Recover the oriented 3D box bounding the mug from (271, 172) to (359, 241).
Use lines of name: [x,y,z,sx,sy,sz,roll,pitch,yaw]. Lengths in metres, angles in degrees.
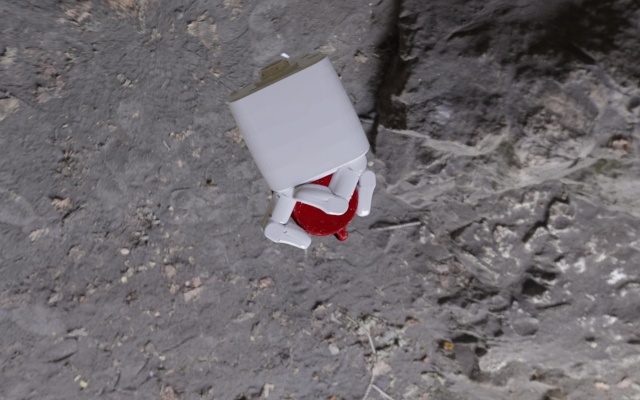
mug: [0.001,0.003,0.576,0.093,0.117,0.081,-31,24,-7]
